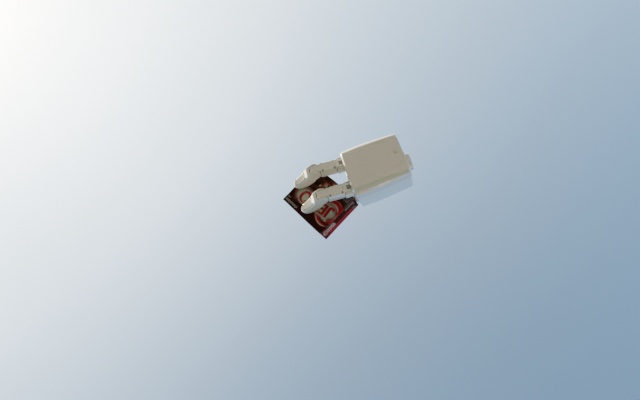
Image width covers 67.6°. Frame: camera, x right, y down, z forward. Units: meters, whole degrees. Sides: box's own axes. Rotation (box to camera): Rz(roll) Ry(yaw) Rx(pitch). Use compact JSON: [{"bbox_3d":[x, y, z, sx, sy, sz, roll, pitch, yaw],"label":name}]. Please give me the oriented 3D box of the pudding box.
[{"bbox_3d":[0.000,0.003,0.886,0.113,0.090,0.039,41,-5,32],"label":"pudding box"}]
